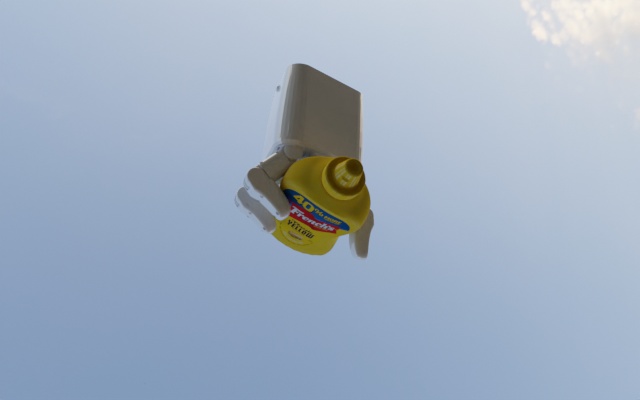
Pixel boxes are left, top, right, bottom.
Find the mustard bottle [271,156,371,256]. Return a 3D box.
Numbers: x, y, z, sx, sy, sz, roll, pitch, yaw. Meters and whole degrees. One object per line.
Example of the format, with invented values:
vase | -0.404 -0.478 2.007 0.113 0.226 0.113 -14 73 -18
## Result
mustard bottle | 0.000 0.002 0.510 0.096 0.058 0.192 34 -28 -5
